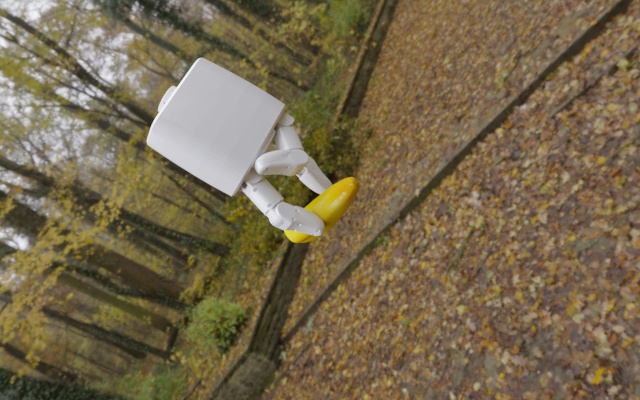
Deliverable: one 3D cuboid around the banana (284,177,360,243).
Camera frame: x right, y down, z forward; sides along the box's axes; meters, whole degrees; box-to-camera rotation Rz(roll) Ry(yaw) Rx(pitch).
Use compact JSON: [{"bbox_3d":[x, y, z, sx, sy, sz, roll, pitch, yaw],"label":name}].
[{"bbox_3d":[-0.009,0.018,0.578,0.037,0.069,0.198,30,-17,-10],"label":"banana"}]
